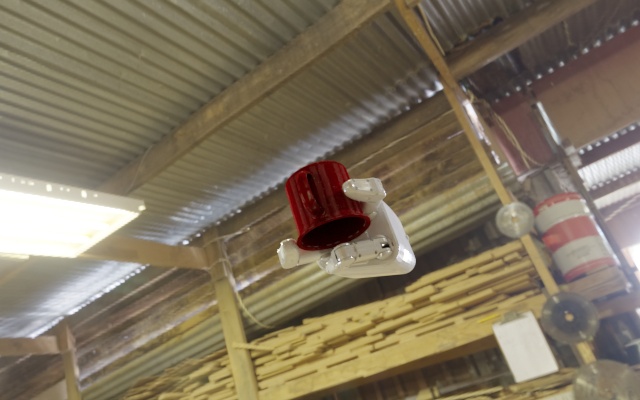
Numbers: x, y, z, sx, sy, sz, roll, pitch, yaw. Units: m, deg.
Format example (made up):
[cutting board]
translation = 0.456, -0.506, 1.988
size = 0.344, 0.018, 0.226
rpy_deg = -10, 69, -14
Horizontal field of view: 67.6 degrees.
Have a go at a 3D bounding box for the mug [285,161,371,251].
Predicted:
[mug]
translation = -0.001, 0.001, 0.574
size = 0.093, 0.081, 0.117
rpy_deg = -26, -26, 15
